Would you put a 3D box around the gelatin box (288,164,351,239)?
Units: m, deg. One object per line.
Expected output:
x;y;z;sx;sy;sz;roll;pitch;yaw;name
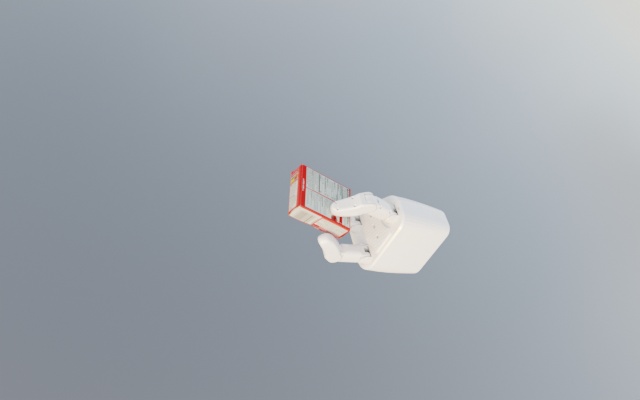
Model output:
0.000;0.002;0.648;0.089;0.073;0.030;27;-45;-29;gelatin box
